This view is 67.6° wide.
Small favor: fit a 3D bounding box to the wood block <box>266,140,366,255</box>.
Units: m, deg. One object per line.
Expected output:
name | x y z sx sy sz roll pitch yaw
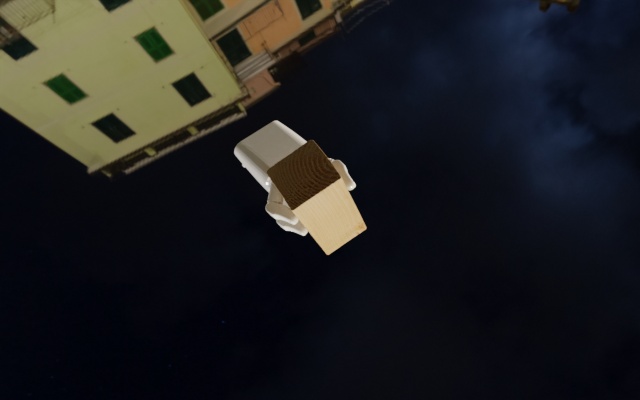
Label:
wood block | 0.000 0.002 0.805 0.091 0.090 0.206 -35 -29 -1
